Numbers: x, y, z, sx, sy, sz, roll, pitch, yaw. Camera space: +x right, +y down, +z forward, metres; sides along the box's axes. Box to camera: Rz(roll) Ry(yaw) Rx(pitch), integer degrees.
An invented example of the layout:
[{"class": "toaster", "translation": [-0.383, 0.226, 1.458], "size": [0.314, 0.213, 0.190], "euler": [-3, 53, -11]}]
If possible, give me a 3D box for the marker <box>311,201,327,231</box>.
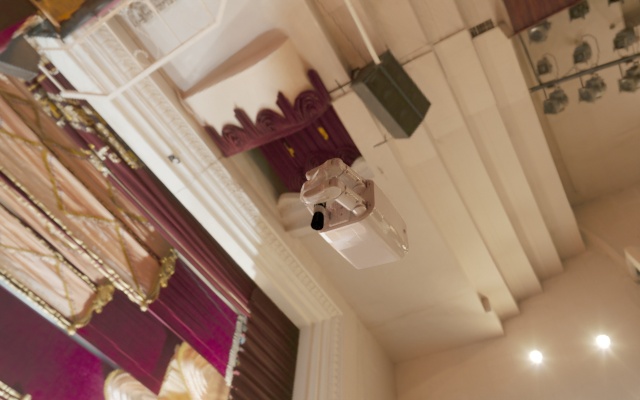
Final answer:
[{"class": "marker", "translation": [0.000, 0.002, 0.712], "size": [0.020, 0.020, 0.121], "euler": [0, 37, 6]}]
